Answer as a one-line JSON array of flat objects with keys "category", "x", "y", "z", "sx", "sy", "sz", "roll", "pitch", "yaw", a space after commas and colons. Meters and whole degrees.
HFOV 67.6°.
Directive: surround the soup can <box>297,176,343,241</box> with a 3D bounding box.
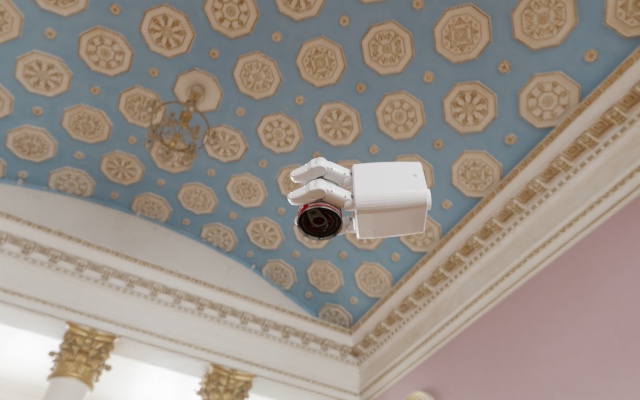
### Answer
[{"category": "soup can", "x": 0.000, "y": 0.002, "z": 0.739, "sx": 0.068, "sy": 0.069, "sz": 0.102, "roll": 0, "pitch": 40, "yaw": 2}]
